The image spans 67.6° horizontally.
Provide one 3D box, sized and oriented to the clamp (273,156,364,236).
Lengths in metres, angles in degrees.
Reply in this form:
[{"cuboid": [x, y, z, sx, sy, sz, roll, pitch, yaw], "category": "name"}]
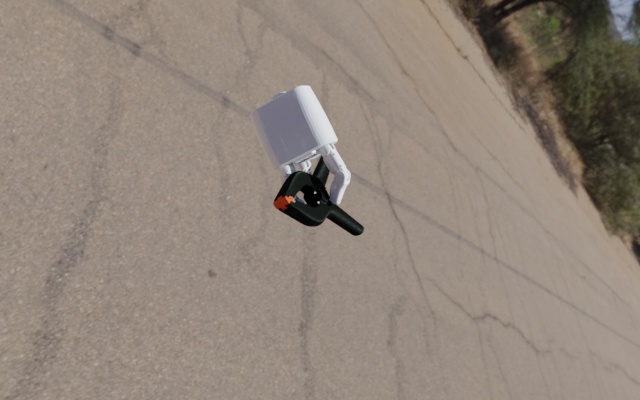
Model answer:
[{"cuboid": [0.000, 0.002, 0.797, 0.036, 0.164, 0.210, -27, -2, 31], "category": "clamp"}]
